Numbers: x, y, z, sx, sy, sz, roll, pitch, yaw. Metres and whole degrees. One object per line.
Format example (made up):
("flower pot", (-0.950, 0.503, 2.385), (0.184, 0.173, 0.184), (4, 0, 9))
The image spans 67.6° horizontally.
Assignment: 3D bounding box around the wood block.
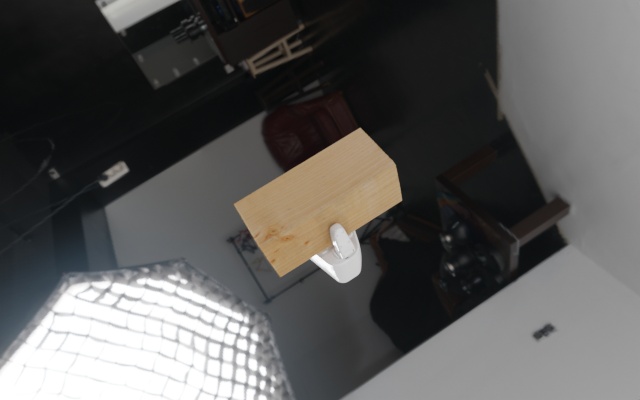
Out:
("wood block", (0.000, 0.003, 0.665), (0.206, 0.090, 0.090), (-32, -37, -7))
